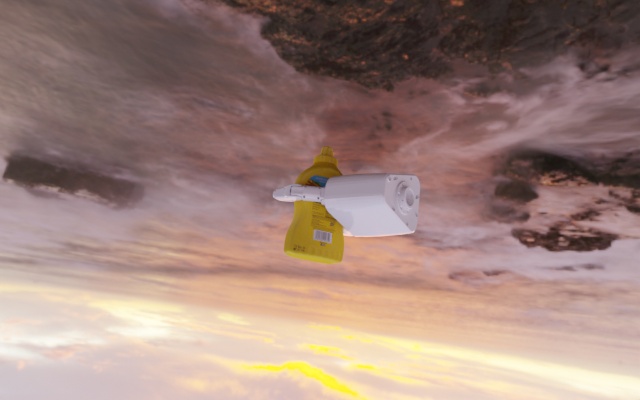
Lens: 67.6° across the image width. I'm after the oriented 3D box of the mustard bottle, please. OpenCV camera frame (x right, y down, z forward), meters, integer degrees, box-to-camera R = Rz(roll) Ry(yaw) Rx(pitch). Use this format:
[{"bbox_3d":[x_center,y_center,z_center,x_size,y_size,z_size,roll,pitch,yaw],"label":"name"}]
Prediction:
[{"bbox_3d":[0.000,0.003,0.783,0.096,0.191,0.058,14,-16,-24],"label":"mustard bottle"}]
